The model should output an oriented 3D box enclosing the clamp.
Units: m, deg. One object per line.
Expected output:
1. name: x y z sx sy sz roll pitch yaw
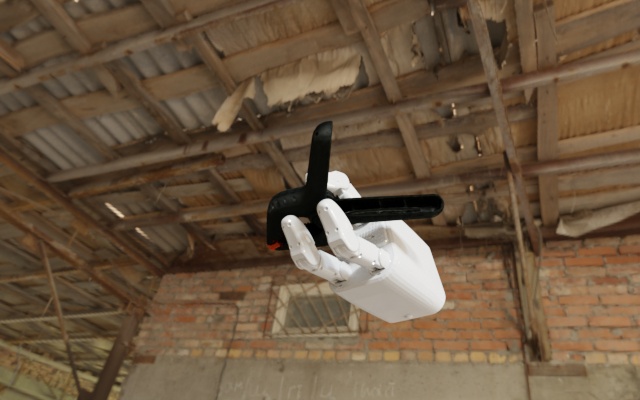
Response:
1. clamp: 0.000 0.001 0.513 0.210 0.036 0.165 -25 -48 37
